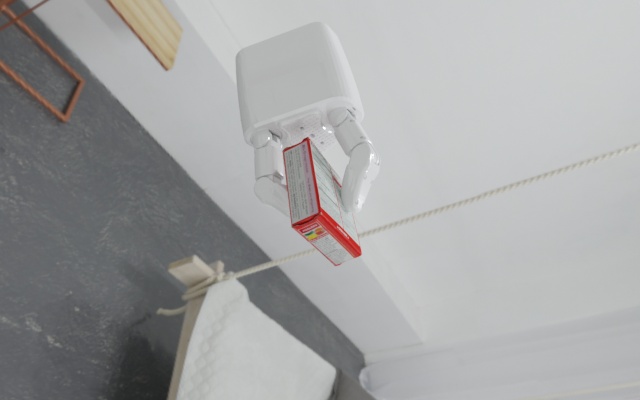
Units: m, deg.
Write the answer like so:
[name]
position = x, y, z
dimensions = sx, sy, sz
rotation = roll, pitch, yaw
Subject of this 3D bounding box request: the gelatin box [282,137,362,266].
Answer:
[gelatin box]
position = 0.001, 0.001, 0.410
dimensions = 0.030, 0.089, 0.073
rotation = -25, -42, 17
